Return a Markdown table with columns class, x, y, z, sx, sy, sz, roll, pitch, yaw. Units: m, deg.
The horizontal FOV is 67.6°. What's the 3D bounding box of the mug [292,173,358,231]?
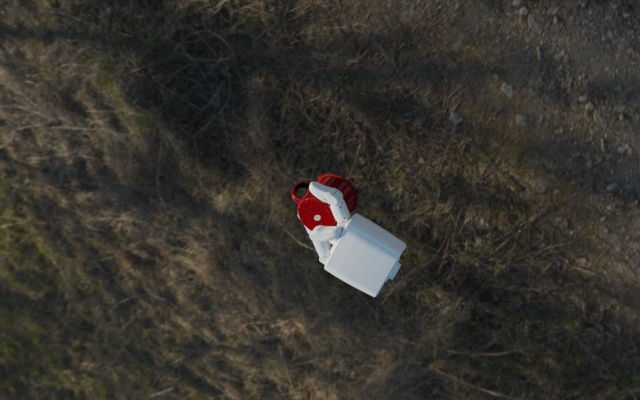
| class | x | y | z | sx | sy | sz | roll | pitch | yaw |
| --- | --- | --- | --- | --- | --- | --- | --- | --- | --- |
| mug | -0.001 | 0.002 | 0.883 | 0.117 | 0.093 | 0.081 | 30 | 41 | 10 |
